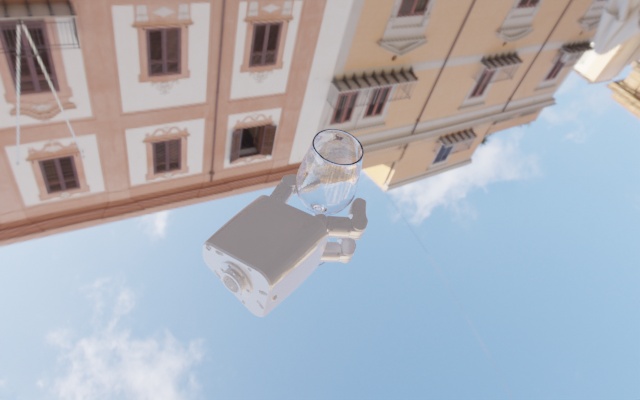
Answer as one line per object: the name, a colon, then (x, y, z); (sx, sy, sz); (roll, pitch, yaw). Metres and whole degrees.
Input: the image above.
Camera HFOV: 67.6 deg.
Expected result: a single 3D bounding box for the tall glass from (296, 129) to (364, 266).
tall glass: (0.000, 0.002, 0.628); (0.079, 0.079, 0.201); (0, -41, -16)
